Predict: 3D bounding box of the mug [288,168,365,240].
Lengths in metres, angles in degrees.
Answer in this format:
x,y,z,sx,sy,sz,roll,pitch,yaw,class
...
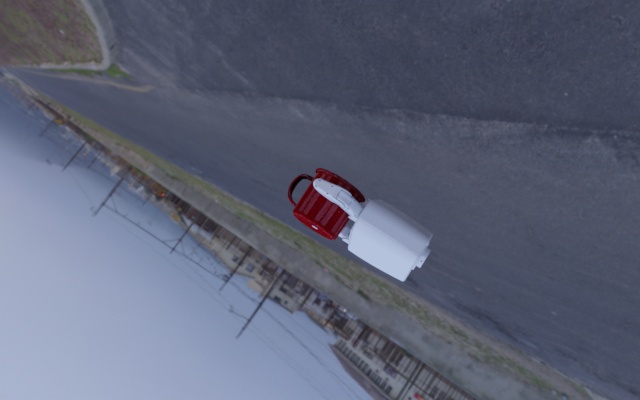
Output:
x,y,z,sx,sy,sz,roll,pitch,yaw,class
-0.001,0.002,0.753,0.117,0.081,0.093,31,-10,15,mug
